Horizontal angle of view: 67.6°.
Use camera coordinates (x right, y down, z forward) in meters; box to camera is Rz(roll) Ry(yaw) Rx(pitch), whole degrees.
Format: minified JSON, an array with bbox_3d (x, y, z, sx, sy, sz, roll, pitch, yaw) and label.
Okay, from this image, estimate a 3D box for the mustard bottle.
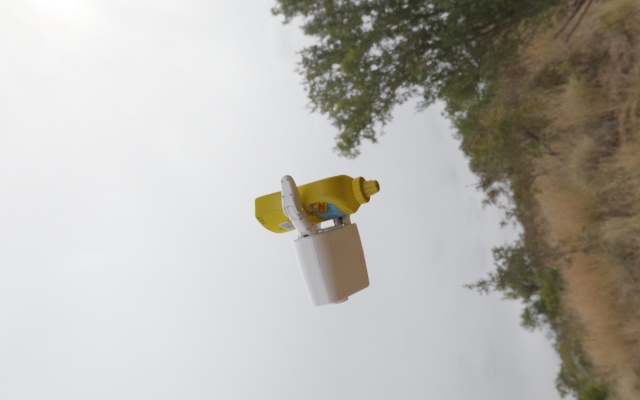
[{"bbox_3d":[0.000,0.002,0.736,0.191,0.058,0.096,-15,-26,25],"label":"mustard bottle"}]
